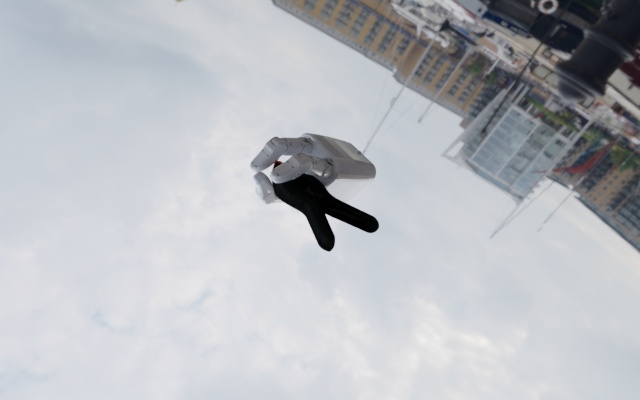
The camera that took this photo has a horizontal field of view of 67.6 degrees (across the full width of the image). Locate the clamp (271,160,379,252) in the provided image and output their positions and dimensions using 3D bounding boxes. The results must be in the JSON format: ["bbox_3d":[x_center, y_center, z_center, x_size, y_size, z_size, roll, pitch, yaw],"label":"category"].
[{"bbox_3d":[0.000,0.003,0.662,0.120,0.039,0.171,0,40,-49],"label":"clamp"}]
